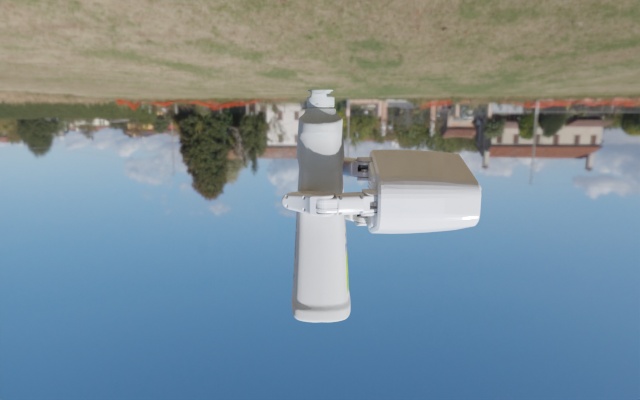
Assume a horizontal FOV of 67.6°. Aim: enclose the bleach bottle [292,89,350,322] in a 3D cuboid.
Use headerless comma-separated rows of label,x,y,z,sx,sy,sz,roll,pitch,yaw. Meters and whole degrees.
bleach bottle,0.000,0.002,0.546,0.068,0.251,0.102,0,11,-1
